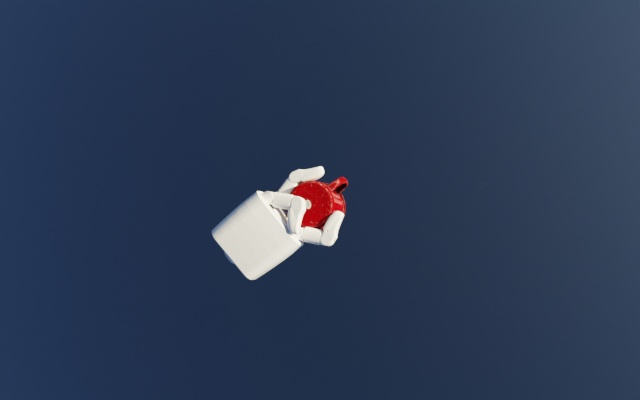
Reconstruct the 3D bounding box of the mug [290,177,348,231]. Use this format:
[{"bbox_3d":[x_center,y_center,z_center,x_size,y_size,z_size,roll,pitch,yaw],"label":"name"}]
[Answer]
[{"bbox_3d":[0.001,0.002,0.822,0.117,0.093,0.081,-39,-12,7],"label":"mug"}]
